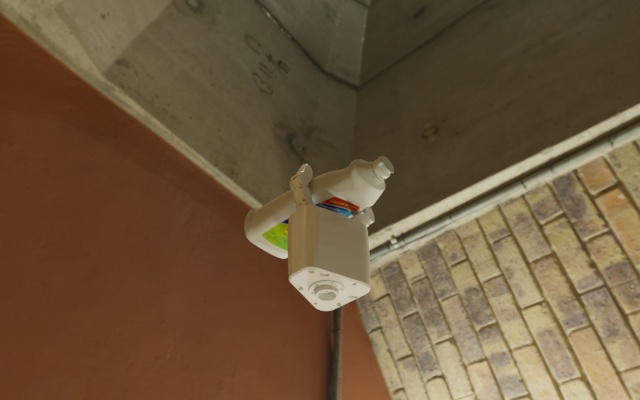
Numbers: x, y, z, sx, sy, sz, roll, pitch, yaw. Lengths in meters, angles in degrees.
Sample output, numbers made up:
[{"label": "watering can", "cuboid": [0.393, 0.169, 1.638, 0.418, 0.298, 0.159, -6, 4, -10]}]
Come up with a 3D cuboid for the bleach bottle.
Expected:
[{"label": "bleach bottle", "cuboid": [0.000, 0.002, 0.744, 0.251, 0.068, 0.103, -33, -52, 30]}]
